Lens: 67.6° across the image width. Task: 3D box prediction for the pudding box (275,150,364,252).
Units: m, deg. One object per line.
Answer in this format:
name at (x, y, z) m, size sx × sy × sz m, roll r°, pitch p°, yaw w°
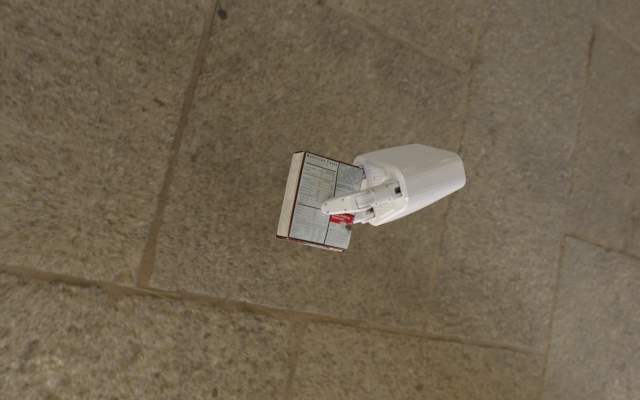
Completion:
pudding box at (0.000, 0.002, 0.602) m, size 0.090 × 0.113 × 0.039 m, roll 15°, pitch -8°, yaw -26°
